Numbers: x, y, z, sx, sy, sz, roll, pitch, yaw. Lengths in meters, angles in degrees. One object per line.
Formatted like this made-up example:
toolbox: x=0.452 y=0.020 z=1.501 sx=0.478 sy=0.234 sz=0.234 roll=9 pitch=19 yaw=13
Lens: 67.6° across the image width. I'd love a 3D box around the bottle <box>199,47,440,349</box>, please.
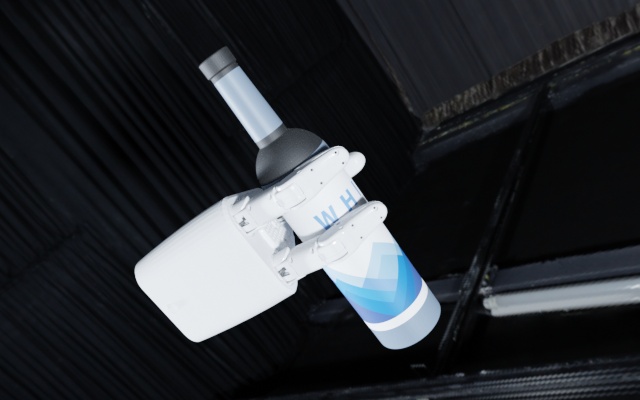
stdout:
bottle: x=0.000 y=0.001 z=0.412 sx=0.069 sy=0.296 sz=0.069 roll=-33 pitch=16 yaw=11
